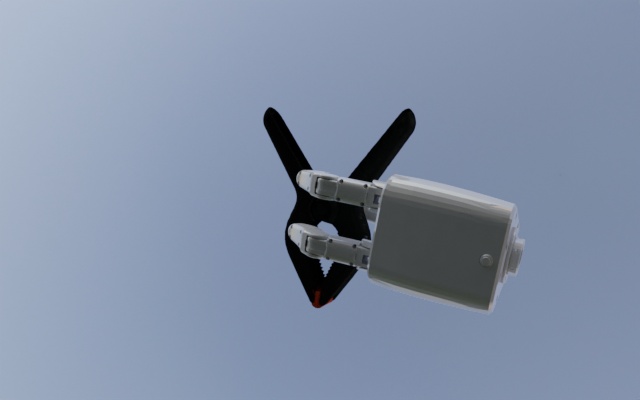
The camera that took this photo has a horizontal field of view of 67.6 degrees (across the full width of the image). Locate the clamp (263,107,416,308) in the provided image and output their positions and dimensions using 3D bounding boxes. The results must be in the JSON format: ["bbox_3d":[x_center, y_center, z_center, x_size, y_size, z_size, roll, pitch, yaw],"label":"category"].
[{"bbox_3d":[0.001,0.002,0.490,0.164,0.210,0.036,14,9,27],"label":"clamp"}]
